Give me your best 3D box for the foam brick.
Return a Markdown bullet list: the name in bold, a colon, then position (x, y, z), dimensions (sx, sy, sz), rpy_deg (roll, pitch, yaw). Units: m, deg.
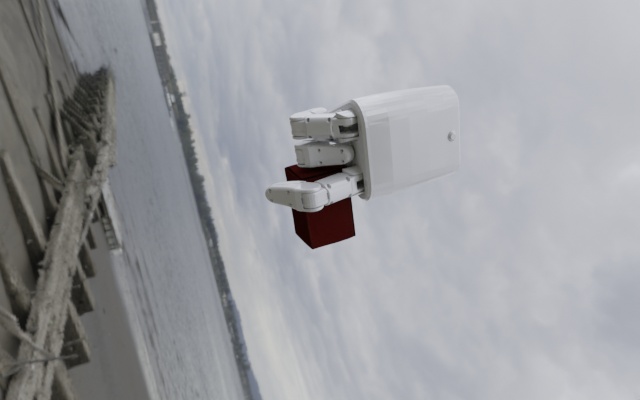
- **foam brick**: position (0.000, 0.002, 0.493), dimensions (0.051, 0.078, 0.053), rpy_deg (-15, 23, -18)
